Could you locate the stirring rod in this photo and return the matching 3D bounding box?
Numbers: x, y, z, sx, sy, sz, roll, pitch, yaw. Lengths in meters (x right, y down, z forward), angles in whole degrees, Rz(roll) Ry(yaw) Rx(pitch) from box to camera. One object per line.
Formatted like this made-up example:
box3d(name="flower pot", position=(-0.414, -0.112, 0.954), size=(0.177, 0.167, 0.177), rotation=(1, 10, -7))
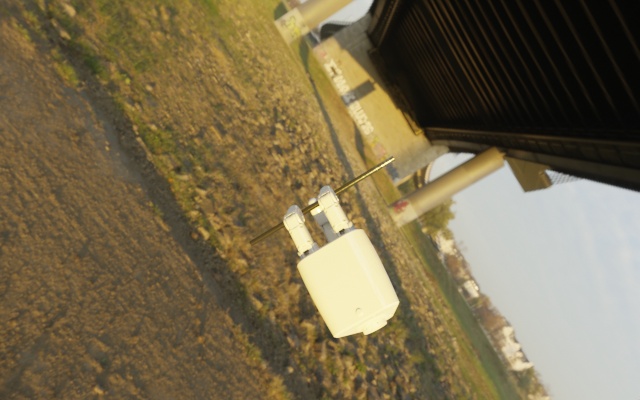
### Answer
box3d(name="stirring rod", position=(0.000, 0.002, 0.683), size=(0.239, 0.011, 0.011), rotation=(-31, -5, 8))
